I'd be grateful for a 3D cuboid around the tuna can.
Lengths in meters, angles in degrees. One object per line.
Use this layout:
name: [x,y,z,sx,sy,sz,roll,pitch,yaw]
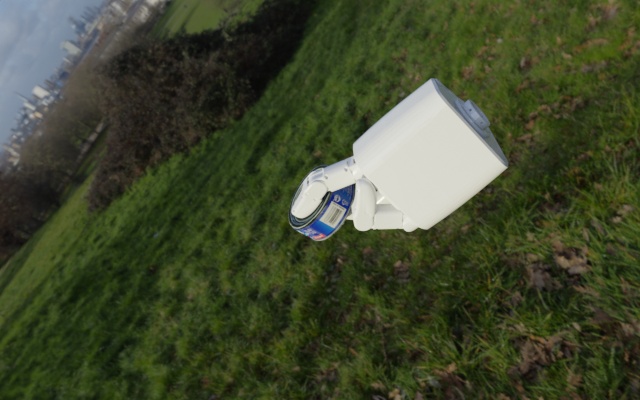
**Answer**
tuna can: [0.000,0.002,0.557,0.034,0.086,0.086,30,-15,-28]
